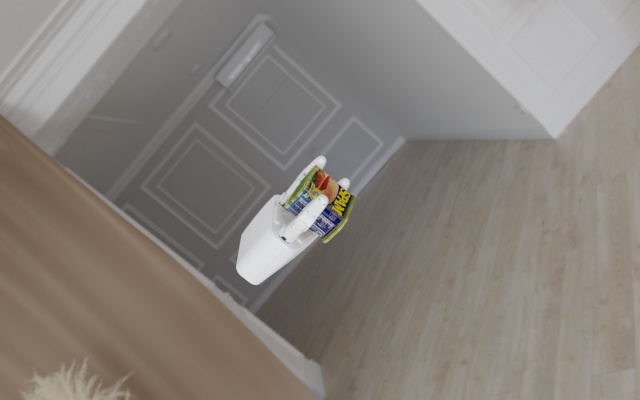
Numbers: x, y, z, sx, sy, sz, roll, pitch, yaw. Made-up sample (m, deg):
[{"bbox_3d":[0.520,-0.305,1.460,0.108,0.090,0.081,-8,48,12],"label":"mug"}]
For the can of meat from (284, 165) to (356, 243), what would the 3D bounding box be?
[{"bbox_3d":[0.000,0.002,0.740,0.057,0.084,0.102,-45,10,32],"label":"can of meat"}]
